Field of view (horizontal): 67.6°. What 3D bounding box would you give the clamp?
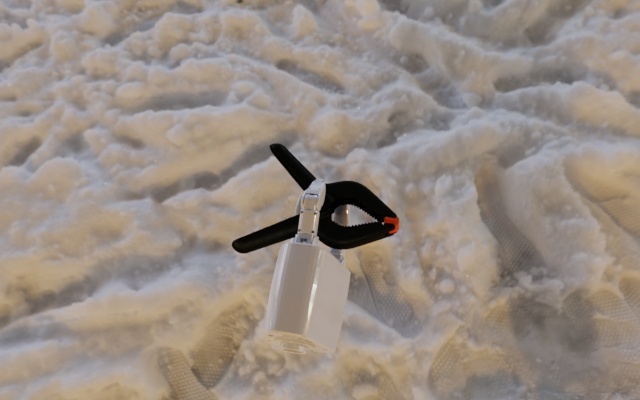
[{"bbox_3d":[0.000,0.002,0.629,0.210,0.164,0.036,6,-23,11],"label":"clamp"}]
